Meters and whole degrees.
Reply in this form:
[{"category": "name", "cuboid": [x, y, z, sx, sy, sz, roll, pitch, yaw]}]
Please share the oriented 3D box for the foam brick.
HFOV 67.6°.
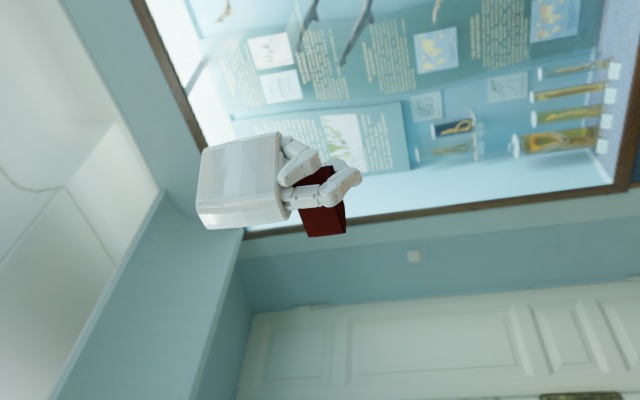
[{"category": "foam brick", "cuboid": [0.000, 0.002, 0.619, 0.051, 0.078, 0.053, -10, 40, 11]}]
